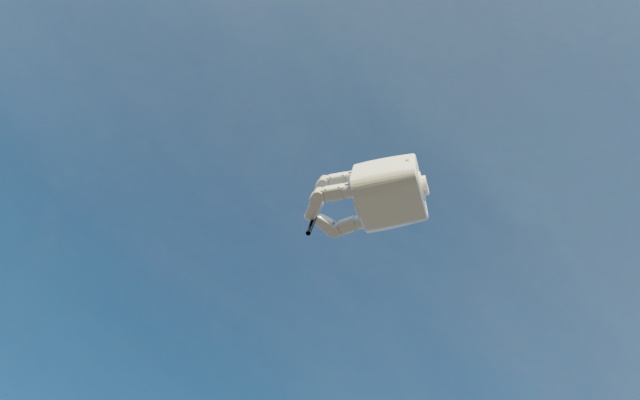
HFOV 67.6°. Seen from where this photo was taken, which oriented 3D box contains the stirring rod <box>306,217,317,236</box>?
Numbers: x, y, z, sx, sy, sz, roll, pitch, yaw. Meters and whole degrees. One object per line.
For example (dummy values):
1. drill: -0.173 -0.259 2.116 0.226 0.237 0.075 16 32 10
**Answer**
1. stirring rod: 0.000 0.003 0.859 0.011 0.011 0.239 0 24 10
